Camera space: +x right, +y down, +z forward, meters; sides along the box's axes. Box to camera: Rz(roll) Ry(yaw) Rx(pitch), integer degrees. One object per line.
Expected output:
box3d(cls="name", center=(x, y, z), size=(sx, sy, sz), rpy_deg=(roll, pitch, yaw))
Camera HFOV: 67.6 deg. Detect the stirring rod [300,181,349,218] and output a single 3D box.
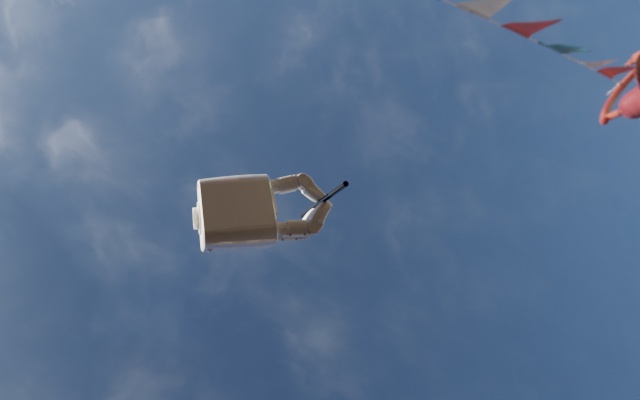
box3d(cls="stirring rod", center=(0.000, 0.002, 0.741), size=(0.011, 0.011, 0.239), rpy_deg=(0, -12, -16))
